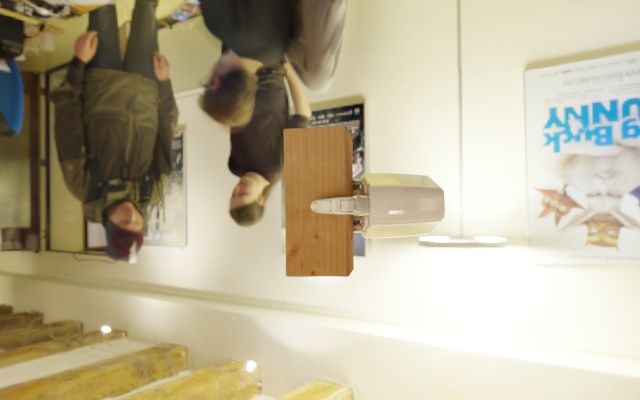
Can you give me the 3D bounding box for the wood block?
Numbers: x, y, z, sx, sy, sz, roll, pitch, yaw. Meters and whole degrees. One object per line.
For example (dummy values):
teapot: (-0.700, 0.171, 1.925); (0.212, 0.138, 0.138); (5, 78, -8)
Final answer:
wood block: (0.000, 0.002, 0.696); (0.090, 0.206, 0.091); (-1, -1, 9)
